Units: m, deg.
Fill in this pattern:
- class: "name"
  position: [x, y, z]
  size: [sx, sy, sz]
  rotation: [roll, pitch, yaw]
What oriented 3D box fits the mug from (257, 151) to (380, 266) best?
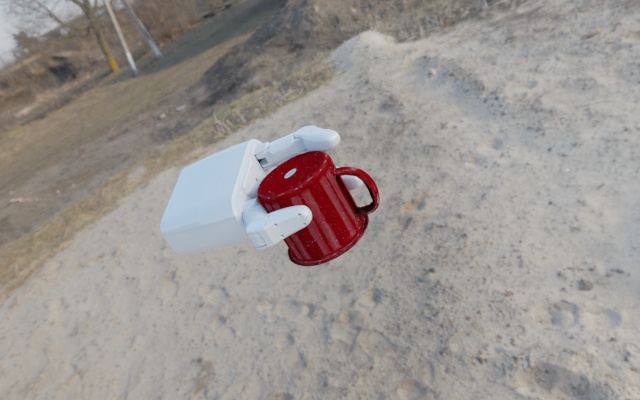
- class: "mug"
  position: [0.001, 0.001, 0.471]
  size: [0.117, 0.081, 0.093]
  rotation: [-16, 29, 26]
